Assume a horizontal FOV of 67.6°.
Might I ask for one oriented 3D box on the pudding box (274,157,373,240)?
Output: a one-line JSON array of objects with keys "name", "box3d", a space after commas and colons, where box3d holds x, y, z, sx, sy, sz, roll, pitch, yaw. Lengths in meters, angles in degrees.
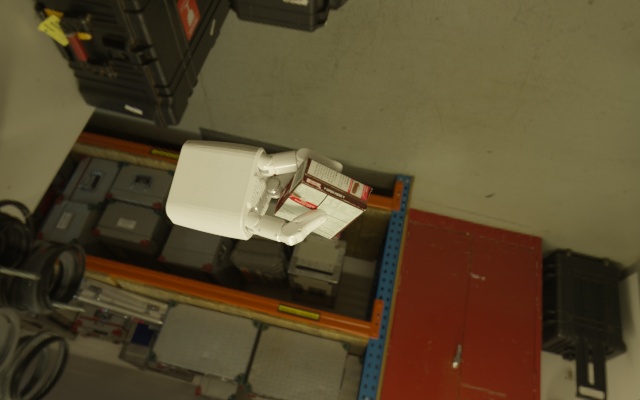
[{"name": "pudding box", "box3d": [0.000, 0.002, 0.611, 0.090, 0.039, 0.113, 24, -29, -12]}]
